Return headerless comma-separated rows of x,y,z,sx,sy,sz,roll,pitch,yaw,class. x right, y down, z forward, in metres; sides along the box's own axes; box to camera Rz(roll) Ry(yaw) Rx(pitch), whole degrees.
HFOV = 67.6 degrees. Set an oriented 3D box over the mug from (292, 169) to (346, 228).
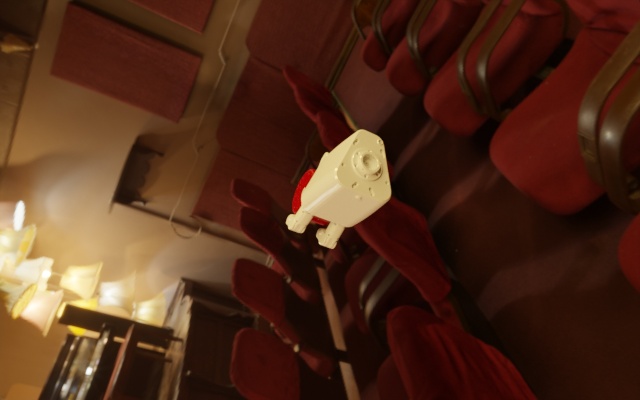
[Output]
-0.001,0.003,0.805,0.081,0.093,0.117,21,-30,-19,mug
